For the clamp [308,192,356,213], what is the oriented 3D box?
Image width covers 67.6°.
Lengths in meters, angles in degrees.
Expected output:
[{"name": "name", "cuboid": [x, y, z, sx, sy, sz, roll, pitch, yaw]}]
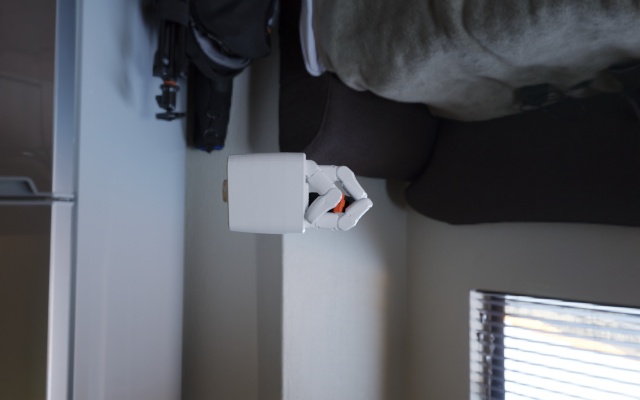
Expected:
[{"name": "clamp", "cuboid": [0.000, 0.003, 0.751, 0.120, 0.039, 0.171, 1, -4, -2]}]
